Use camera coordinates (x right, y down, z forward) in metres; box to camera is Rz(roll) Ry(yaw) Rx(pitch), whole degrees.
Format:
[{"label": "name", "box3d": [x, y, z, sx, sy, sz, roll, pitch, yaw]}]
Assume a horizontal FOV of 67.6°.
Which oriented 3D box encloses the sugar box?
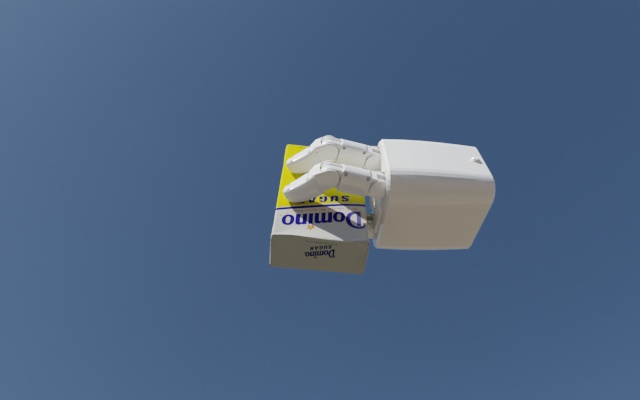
[{"label": "sugar box", "box3d": [0.000, 0.001, 0.514, 0.093, 0.048, 0.176, 5, 32, -3]}]
